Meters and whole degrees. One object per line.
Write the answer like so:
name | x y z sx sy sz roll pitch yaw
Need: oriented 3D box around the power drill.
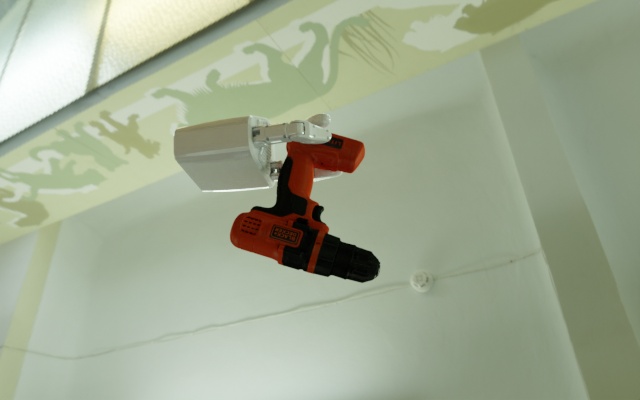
power drill | 0.000 0.002 0.605 0.184 0.187 0.057 17 -31 2
